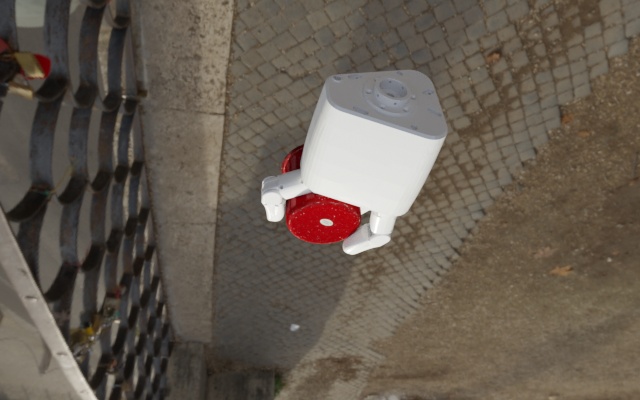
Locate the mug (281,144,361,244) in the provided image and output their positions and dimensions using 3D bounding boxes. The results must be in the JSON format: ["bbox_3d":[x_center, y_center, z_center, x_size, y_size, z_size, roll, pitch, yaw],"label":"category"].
[{"bbox_3d":[0.000,0.003,0.545,0.093,0.081,0.117,5,-39,-10],"label":"mug"}]
